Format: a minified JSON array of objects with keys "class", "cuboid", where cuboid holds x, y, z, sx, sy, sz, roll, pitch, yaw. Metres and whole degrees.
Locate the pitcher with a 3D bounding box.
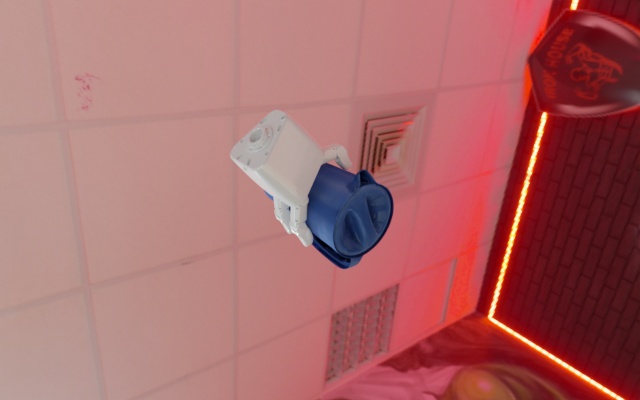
[{"class":"pitcher","cuboid":[0.000,0.003,0.854,0.242,0.149,0.145,31,-9,44]}]
